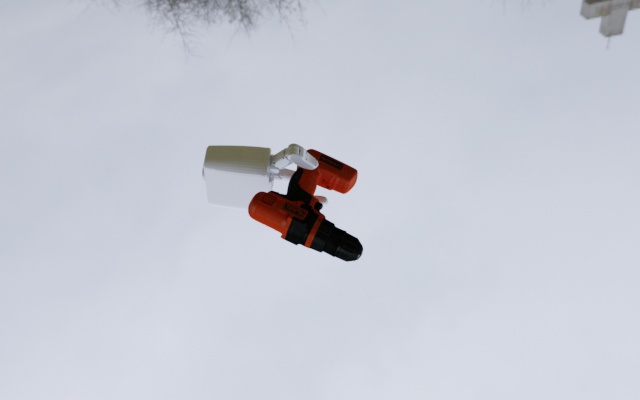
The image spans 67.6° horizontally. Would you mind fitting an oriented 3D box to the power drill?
[{"bbox_3d":[0.000,0.002,0.766,0.184,0.057,0.187,26,39,3],"label":"power drill"}]
